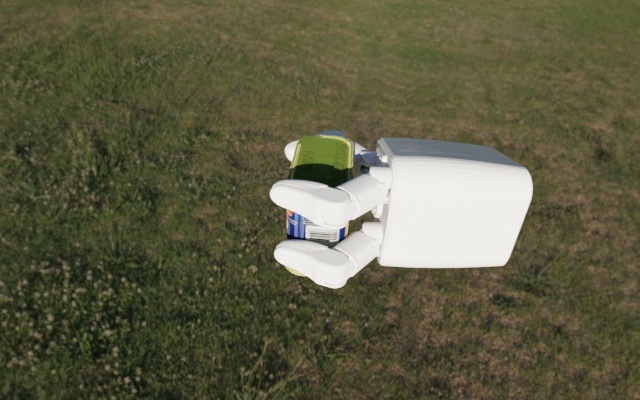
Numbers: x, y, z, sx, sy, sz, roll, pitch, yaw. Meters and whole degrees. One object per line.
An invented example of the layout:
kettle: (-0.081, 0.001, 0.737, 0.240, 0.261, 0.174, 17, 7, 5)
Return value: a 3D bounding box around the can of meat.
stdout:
can of meat: (0.000, 0.001, 0.417, 0.057, 0.084, 0.102, 5, 35, 1)
